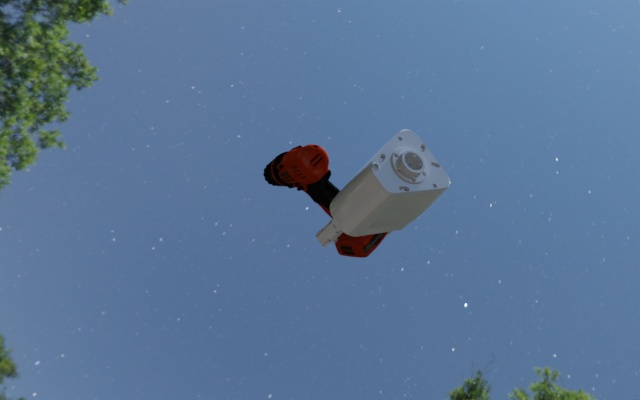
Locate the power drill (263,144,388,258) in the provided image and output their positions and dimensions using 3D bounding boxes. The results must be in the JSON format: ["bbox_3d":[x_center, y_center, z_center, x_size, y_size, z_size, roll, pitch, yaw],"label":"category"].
[{"bbox_3d":[0.001,0.003,0.717,0.057,0.188,0.184,-47,15,-18],"label":"power drill"}]
